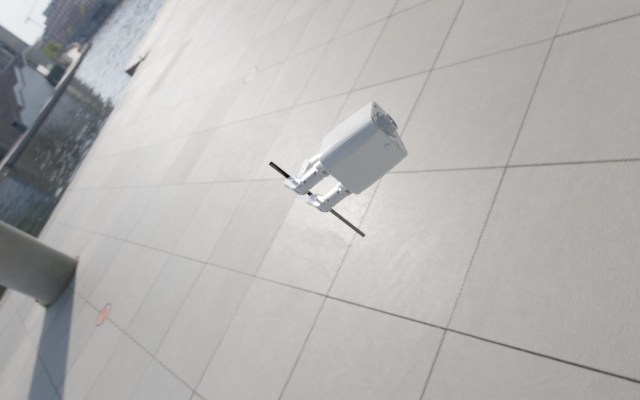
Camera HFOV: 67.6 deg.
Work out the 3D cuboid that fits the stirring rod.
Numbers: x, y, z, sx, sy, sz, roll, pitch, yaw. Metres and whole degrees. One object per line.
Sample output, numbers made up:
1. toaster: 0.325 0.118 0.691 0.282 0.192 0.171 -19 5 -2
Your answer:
1. stirring rod: 0.000 0.003 0.838 0.240 0.011 0.011 38 -22 -31
